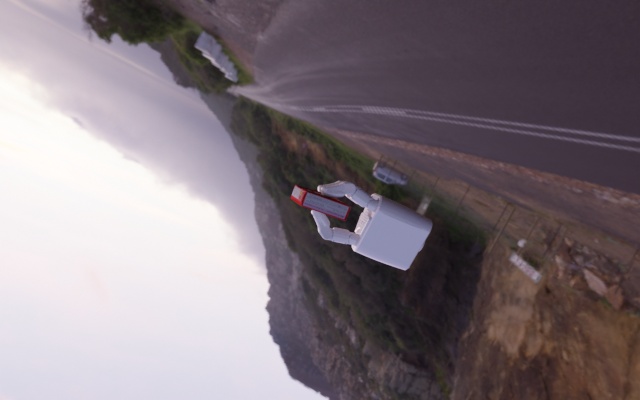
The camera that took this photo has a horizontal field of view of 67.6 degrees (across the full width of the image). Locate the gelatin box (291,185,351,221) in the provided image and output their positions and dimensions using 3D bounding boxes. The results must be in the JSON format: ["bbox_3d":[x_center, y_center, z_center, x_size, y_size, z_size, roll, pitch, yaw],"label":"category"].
[{"bbox_3d":[0.000,0.003,0.837,0.089,0.030,0.073,18,5,-20],"label":"gelatin box"}]
